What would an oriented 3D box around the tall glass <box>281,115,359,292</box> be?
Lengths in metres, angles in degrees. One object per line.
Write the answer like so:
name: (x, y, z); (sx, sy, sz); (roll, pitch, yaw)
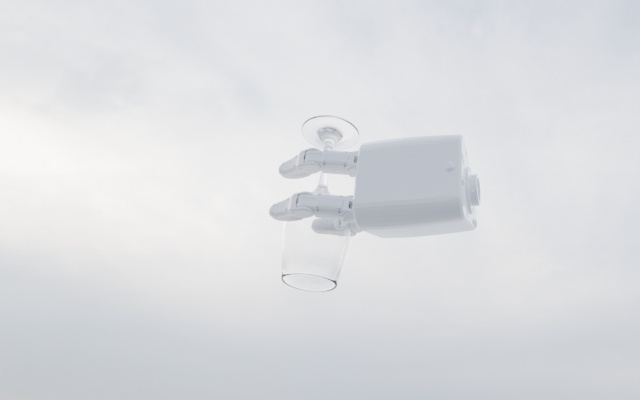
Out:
tall glass: (0.000, 0.001, 0.564); (0.079, 0.201, 0.079); (7, -27, 3)
